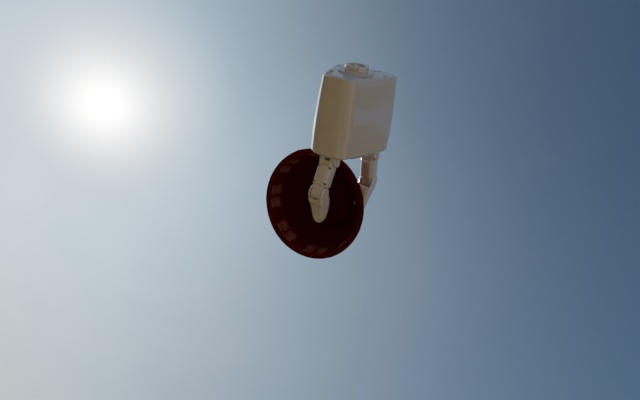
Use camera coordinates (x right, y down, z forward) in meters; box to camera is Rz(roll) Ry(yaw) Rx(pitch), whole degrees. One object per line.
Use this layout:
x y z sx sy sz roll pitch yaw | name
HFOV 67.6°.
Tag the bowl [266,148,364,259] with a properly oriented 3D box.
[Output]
0.000 0.003 0.710 0.162 0.162 0.055 0 8 29 | bowl
